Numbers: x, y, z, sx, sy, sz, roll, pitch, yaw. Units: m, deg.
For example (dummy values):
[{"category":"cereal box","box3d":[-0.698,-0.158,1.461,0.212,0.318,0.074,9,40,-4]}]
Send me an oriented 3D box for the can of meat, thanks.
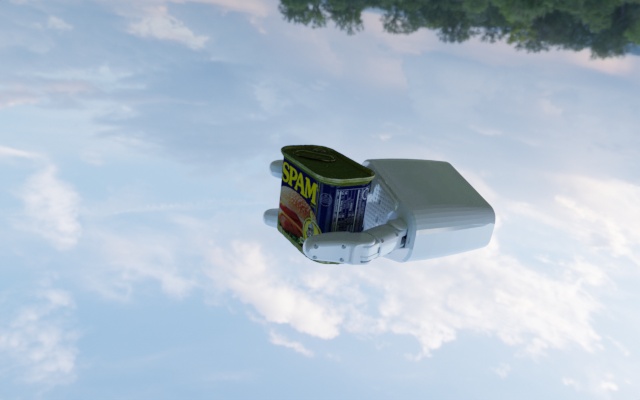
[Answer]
[{"category":"can of meat","box3d":[0.000,0.002,0.449,0.057,0.084,0.102,-6,25,-30]}]
